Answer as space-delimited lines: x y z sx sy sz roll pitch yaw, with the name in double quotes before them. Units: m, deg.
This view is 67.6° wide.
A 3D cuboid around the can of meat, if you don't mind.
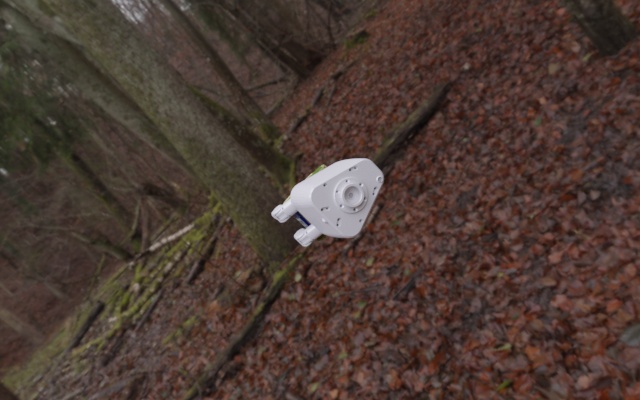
"can of meat" 0.000 0.002 0.802 0.084 0.102 0.057 45 -7 -12
